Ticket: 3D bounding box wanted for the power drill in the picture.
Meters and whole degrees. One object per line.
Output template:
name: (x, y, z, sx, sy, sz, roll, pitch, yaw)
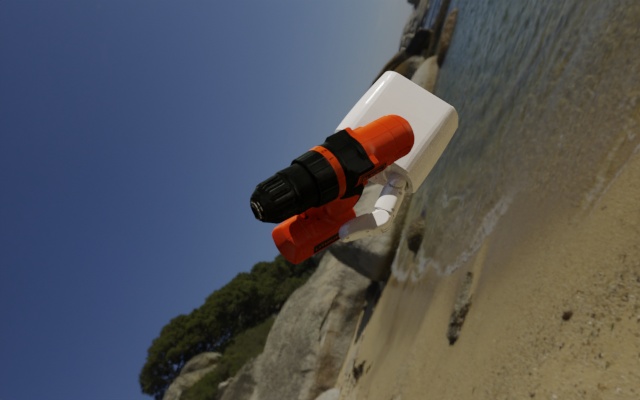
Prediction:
power drill: (0.000, 0.002, 0.505, 0.184, 0.057, 0.188, -28, -17, -26)
